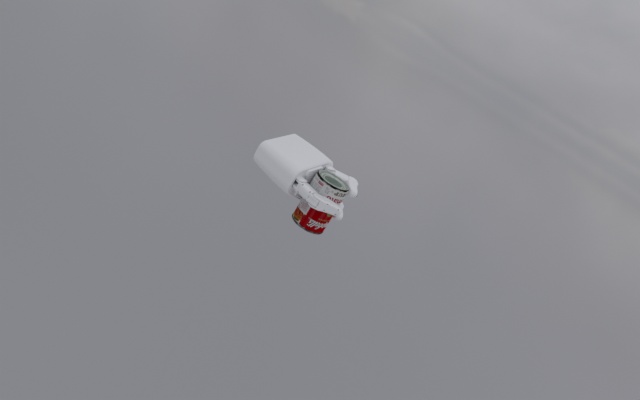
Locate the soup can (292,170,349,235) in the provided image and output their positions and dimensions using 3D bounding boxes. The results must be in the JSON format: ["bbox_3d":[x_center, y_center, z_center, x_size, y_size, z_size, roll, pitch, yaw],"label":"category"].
[{"bbox_3d":[0.001,0.003,0.884,0.068,0.102,0.068,27,21,-11],"label":"soup can"}]
